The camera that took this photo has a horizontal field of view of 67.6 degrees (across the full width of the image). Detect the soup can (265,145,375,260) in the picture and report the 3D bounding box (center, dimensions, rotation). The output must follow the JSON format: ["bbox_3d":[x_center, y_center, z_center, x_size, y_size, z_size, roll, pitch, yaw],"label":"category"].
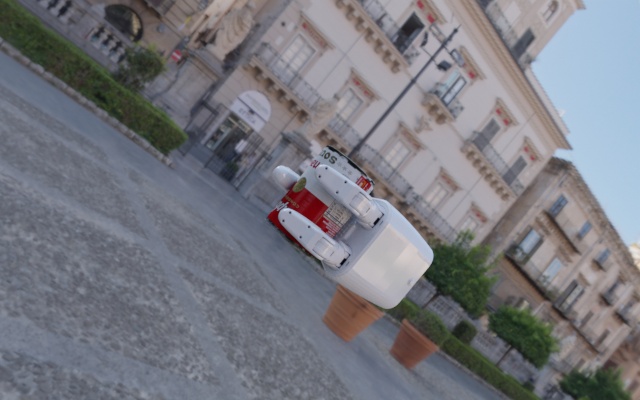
[{"bbox_3d":[0.000,0.001,0.500,0.068,0.102,0.068,40,0,0],"label":"soup can"}]
